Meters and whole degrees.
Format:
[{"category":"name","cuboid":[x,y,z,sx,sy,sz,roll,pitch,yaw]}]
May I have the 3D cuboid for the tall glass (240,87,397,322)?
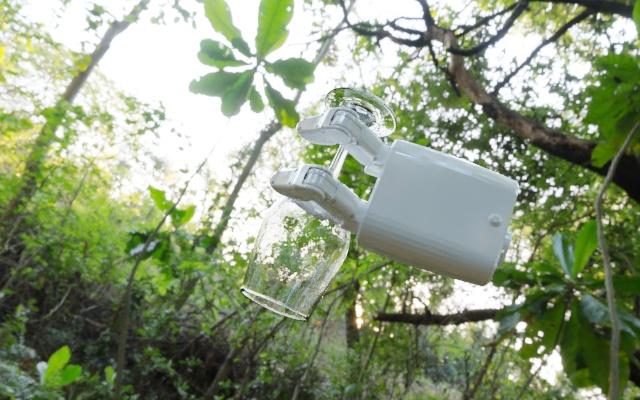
[{"category":"tall glass","cuboid":[0.000,0.001,0.423,0.079,0.201,0.079,21,-20,8]}]
